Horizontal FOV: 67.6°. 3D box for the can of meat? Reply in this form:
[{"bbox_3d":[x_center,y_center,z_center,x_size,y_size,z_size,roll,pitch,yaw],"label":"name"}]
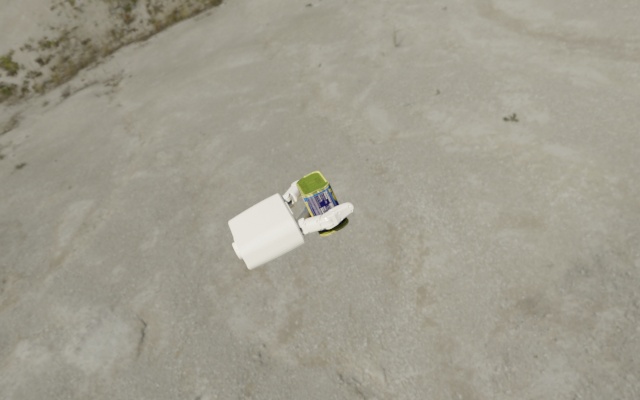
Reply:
[{"bbox_3d":[0.000,0.003,0.849,0.057,0.084,0.102,-27,22,-3],"label":"can of meat"}]
